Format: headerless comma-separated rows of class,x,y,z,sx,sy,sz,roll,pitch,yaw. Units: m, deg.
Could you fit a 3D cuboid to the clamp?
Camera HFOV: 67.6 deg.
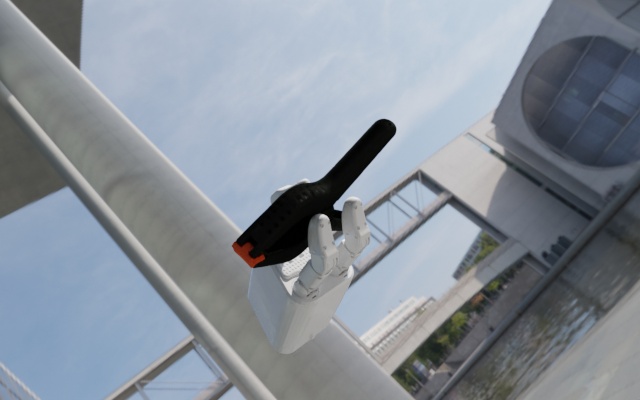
clamp,-0.001,0.002,0.504,0.036,0.165,0.210,38,41,25
